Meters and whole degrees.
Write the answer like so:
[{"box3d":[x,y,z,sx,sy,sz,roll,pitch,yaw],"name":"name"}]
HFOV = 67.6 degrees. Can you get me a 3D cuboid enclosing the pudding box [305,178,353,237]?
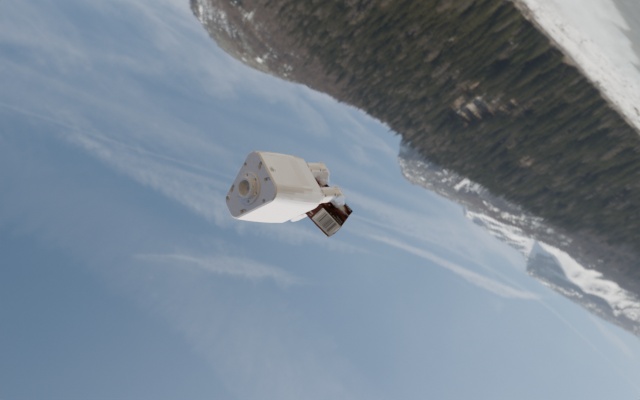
[{"box3d":[0.000,0.003,0.864,0.039,0.113,0.090,-41,2,25],"name":"pudding box"}]
